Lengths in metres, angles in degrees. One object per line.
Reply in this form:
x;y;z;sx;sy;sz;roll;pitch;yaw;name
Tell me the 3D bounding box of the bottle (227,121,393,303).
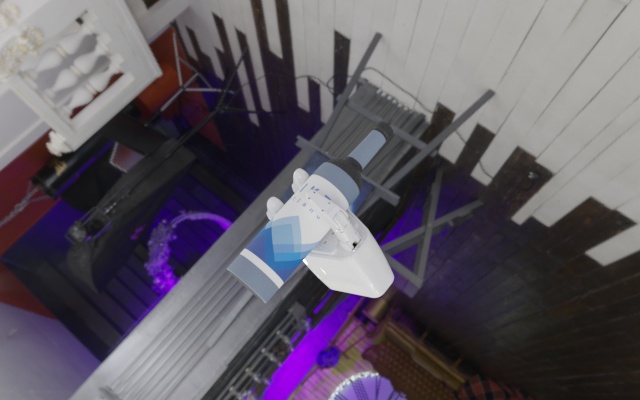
0.000;0.002;0.641;0.069;0.295;0.069;38;-17;13;bottle
